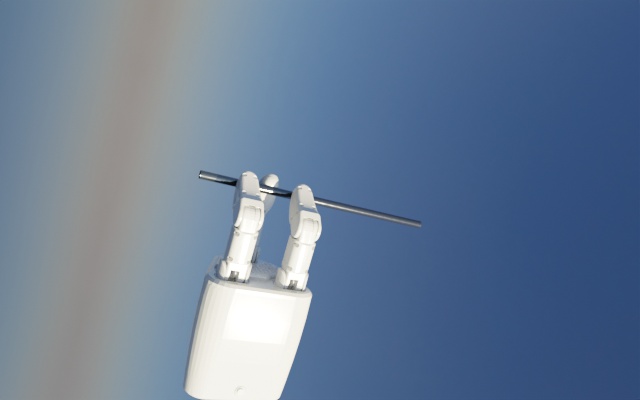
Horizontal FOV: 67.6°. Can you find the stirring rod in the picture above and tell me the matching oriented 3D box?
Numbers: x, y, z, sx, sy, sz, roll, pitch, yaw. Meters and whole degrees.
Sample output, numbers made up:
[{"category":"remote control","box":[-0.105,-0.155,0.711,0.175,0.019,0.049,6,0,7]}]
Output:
[{"category":"stirring rod","box":[0.000,0.002,0.473,0.239,0.011,0.011,13,-5,-23]}]
